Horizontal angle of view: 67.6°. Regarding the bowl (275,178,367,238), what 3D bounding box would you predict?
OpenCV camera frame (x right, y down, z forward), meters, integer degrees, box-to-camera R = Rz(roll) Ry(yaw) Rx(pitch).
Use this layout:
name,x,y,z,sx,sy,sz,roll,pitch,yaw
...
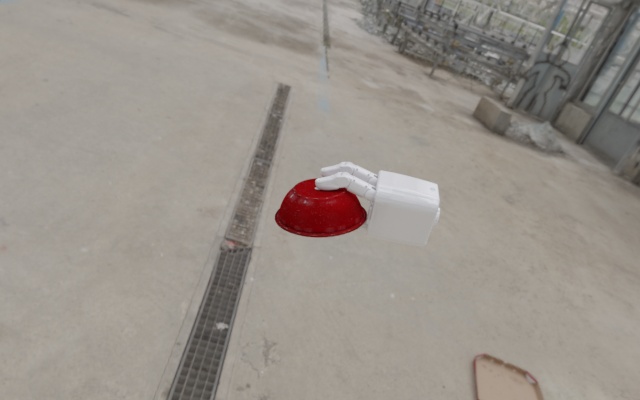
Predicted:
name,x,y,z,sx,sy,sz,roll,pitch,yaw
bowl,-0.001,0.002,0.823,0.162,0.055,0.162,-2,24,1
